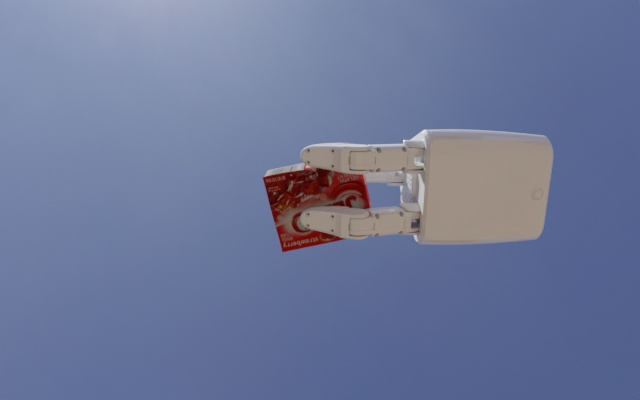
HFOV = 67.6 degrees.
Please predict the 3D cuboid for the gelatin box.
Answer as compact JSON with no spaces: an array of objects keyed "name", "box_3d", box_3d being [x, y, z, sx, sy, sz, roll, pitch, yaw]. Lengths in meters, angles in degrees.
[{"name":"gelatin box","box_3d":[0.000,0.001,0.433,0.089,0.073,0.030,-11,16,7]}]
